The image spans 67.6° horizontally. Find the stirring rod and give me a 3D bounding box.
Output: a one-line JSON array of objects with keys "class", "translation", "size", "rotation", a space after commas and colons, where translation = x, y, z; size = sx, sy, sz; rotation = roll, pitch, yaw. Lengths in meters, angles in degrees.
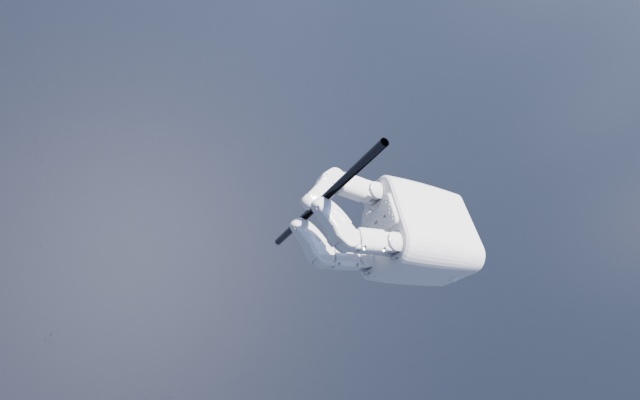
[{"class": "stirring rod", "translation": [0.000, 0.002, 0.478], "size": [0.011, 0.011, 0.240], "rotation": [0, -24, -28]}]
